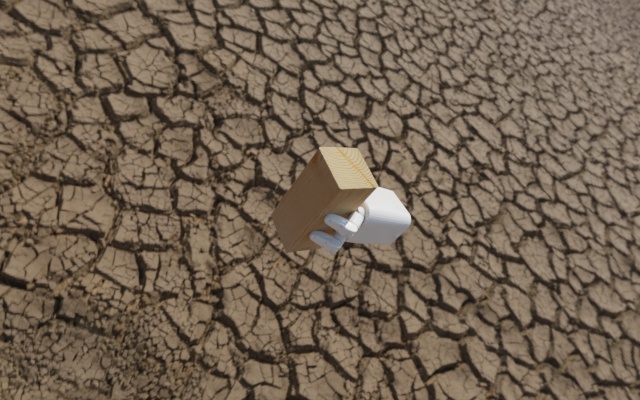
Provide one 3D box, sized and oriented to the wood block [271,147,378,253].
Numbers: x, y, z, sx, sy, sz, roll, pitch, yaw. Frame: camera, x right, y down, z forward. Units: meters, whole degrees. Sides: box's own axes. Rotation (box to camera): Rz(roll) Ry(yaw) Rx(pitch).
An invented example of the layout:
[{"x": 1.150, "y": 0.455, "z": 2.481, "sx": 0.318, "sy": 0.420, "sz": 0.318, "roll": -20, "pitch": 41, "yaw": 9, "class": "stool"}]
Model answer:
[{"x": 0.000, "y": 0.003, "z": 0.878, "sx": 0.090, "sy": 0.090, "sz": 0.206, "roll": -3, "pitch": -33, "yaw": -37, "class": "wood block"}]
